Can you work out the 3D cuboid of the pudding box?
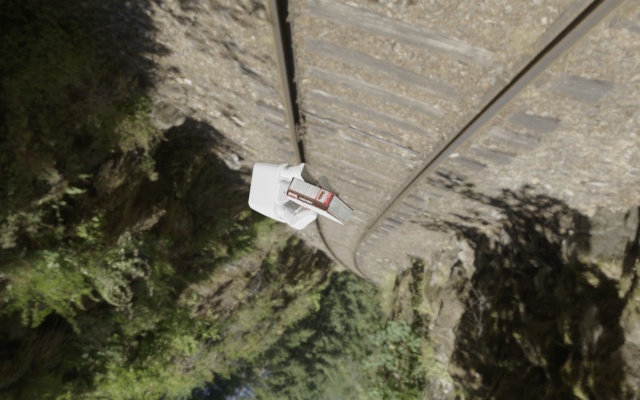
[{"bbox_3d":[0.000,0.003,0.863,0.090,0.039,0.113,22,-5,25],"label":"pudding box"}]
